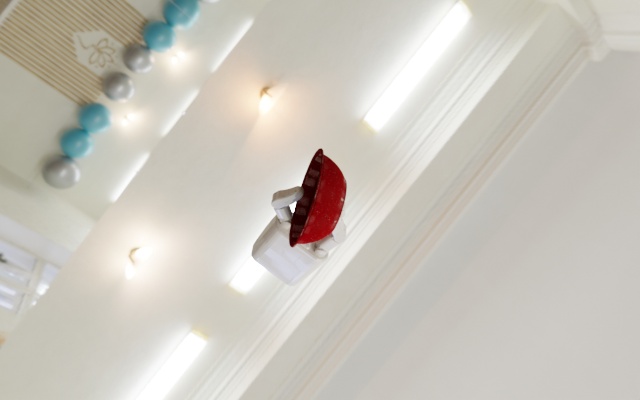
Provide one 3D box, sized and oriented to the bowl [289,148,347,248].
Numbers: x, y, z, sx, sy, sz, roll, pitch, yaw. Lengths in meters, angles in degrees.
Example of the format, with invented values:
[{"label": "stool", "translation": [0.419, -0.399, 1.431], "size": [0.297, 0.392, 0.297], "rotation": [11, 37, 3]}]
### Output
[{"label": "bowl", "translation": [0.001, 0.002, 0.749], "size": [0.055, 0.162, 0.162], "rotation": [16, -3, -10]}]
